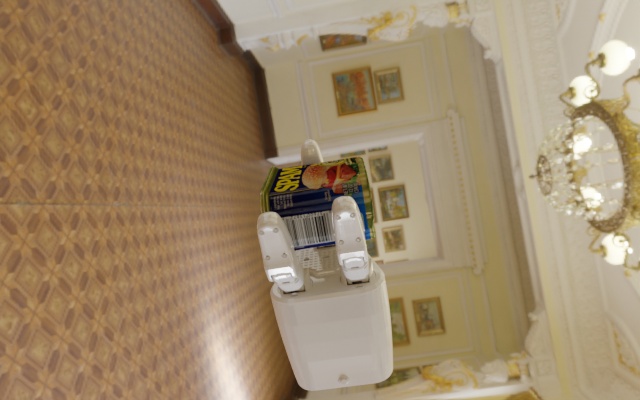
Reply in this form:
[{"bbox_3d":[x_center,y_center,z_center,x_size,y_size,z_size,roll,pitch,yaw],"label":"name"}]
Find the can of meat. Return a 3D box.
[{"bbox_3d":[0.000,0.001,0.403,0.084,0.057,0.102,-9,19,4],"label":"can of meat"}]
